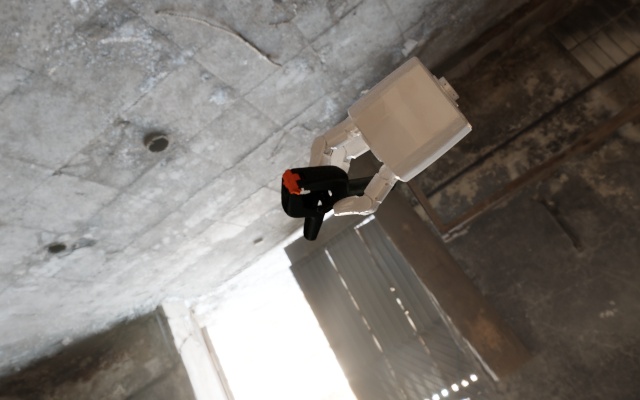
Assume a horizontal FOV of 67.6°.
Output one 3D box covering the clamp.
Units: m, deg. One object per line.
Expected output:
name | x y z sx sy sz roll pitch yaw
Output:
clamp | 0.000 0.003 0.650 0.164 0.036 0.210 -38 -24 21
